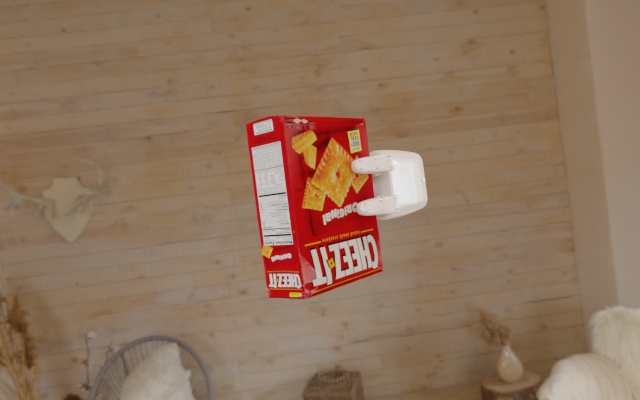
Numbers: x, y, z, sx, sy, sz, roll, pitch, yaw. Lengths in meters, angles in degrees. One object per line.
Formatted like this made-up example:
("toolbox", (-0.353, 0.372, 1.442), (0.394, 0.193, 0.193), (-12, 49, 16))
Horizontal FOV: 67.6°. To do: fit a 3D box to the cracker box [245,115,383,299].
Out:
("cracker box", (0.000, 0.002, 0.609), (0.072, 0.213, 0.164), (-7, 1, 42))
